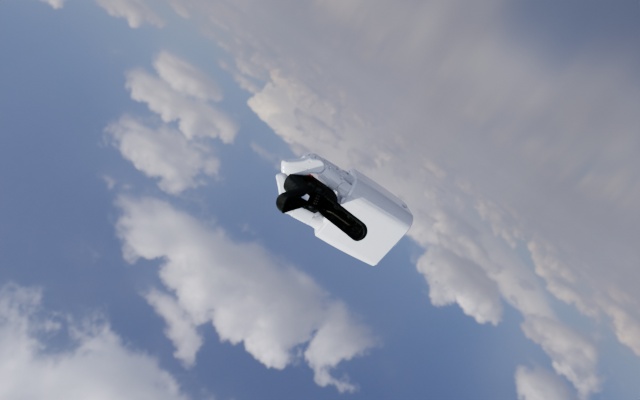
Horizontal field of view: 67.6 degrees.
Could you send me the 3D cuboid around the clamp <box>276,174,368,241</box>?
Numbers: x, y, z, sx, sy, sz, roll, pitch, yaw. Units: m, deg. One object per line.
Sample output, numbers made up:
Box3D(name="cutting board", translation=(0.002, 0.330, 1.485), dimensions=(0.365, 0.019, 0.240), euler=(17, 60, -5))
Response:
Box3D(name="clamp", translation=(0.000, 0.003, 0.639), dimensions=(0.120, 0.039, 0.171), euler=(30, 15, -10))
